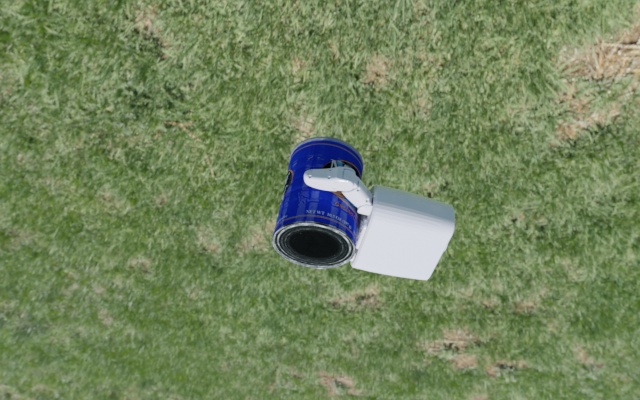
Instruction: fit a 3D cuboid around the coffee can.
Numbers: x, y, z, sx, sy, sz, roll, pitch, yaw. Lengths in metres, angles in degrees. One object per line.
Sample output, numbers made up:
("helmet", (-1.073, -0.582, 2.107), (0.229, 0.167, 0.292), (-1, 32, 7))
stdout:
("coffee can", (0.000, 0.002, 0.621), (0.103, 0.140, 0.103), (6, -37, 4))
